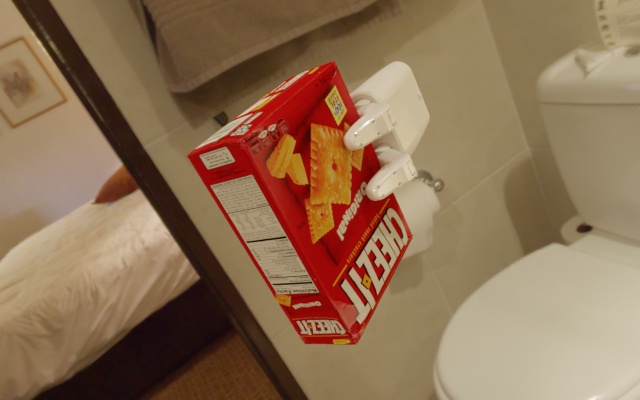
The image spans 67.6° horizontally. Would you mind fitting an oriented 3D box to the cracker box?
[{"bbox_3d":[0.000,0.001,0.453,0.072,0.214,0.164,-10,27,38],"label":"cracker box"}]
